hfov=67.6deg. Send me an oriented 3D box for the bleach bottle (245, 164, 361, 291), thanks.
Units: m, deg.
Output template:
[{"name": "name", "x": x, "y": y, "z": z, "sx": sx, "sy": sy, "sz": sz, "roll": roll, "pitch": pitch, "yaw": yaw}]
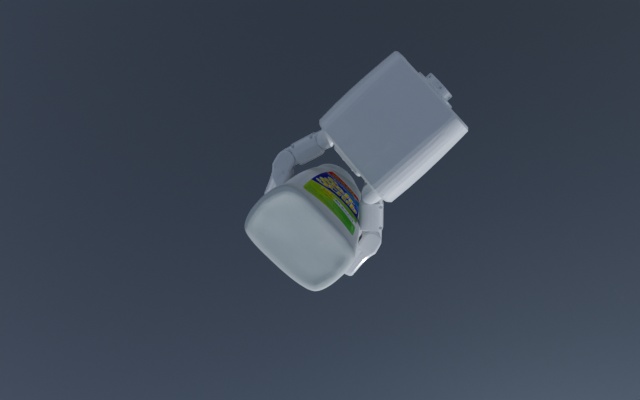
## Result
[{"name": "bleach bottle", "x": 0.000, "y": 0.002, "z": 0.530, "sx": 0.068, "sy": 0.102, "sz": 0.250, "roll": -43, "pitch": 6, "yaw": 17}]
